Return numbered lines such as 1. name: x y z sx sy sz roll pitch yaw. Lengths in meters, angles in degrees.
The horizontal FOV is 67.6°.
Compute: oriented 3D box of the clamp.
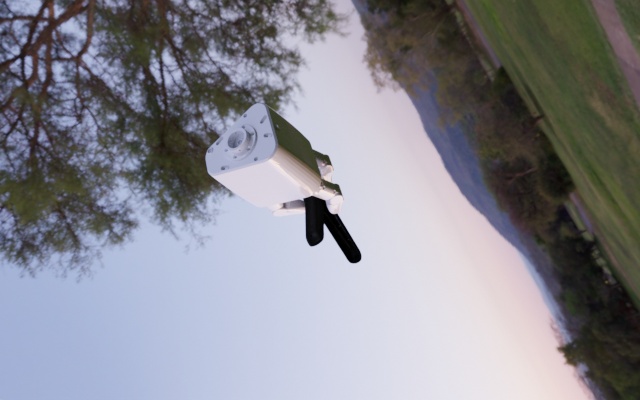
1. clamp: -0.001 0.002 0.753 0.036 0.209 0.165 -28 -33 15
